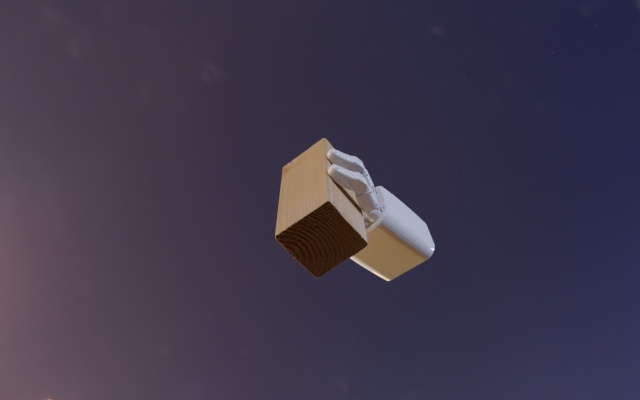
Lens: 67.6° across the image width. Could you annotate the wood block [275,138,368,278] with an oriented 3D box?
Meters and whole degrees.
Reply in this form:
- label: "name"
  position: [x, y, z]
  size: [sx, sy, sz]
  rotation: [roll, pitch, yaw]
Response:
- label: "wood block"
  position: [0.000, 0.003, 0.704]
  size: [0.091, 0.090, 0.206]
  rotation: [-35, 24, 17]
